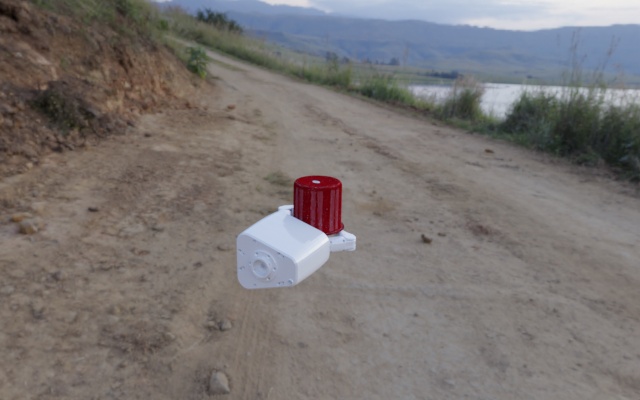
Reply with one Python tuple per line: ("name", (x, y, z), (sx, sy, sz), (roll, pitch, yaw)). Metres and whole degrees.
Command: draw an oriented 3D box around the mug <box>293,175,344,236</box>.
("mug", (0.001, 0.002, 0.816), (0.093, 0.081, 0.117), (9, 19, 24))
